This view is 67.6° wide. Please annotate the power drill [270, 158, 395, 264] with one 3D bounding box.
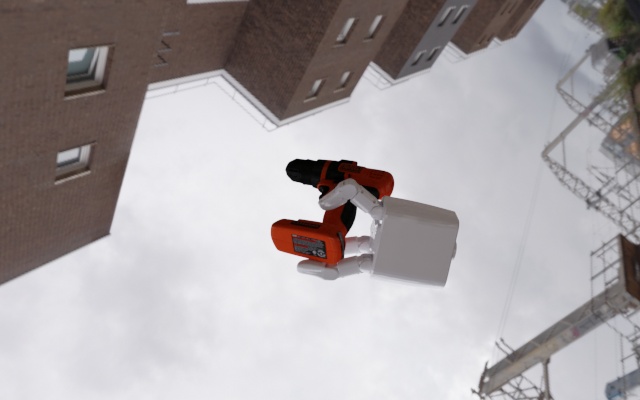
[{"bbox_3d":[0.000,0.003,0.719,0.184,0.057,0.187,10,43,23],"label":"power drill"}]
